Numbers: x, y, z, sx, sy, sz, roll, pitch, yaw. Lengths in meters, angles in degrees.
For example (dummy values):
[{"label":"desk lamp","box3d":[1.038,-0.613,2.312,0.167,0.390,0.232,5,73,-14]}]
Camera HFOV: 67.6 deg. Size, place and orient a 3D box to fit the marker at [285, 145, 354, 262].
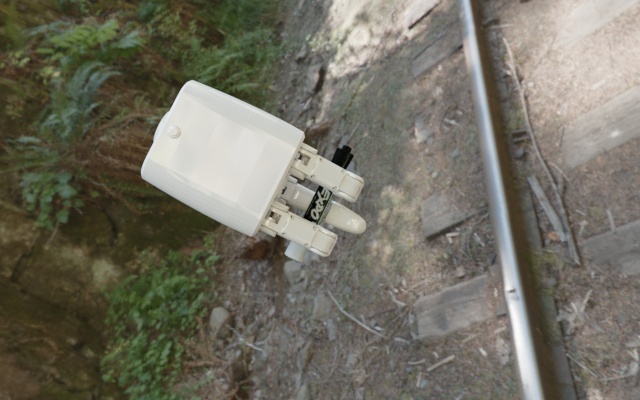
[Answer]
[{"label":"marker","box3d":[0.000,0.002,0.463,0.020,0.121,0.020,26,-2,1]}]
